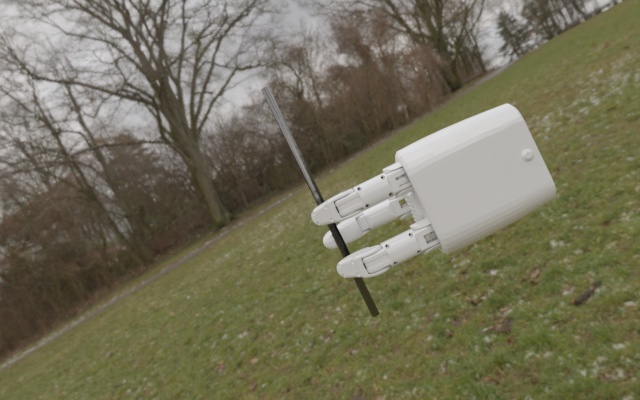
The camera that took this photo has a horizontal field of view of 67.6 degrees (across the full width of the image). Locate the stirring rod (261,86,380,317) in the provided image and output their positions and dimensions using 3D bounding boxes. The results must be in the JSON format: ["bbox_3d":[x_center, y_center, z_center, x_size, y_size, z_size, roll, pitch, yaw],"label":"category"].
[{"bbox_3d":[0.000,0.002,0.454,0.011,0.239,0.011,-26,1,0],"label":"stirring rod"}]
